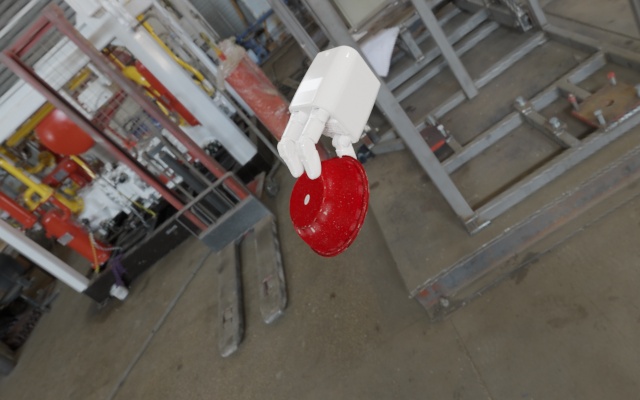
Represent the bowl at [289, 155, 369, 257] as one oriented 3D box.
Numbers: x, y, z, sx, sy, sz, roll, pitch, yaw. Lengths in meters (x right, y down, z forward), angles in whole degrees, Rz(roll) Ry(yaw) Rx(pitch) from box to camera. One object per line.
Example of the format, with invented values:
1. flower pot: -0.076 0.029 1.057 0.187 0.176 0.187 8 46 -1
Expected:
1. bowl: 0.000 0.004 0.722 0.055 0.162 0.162 14 -8 -34
